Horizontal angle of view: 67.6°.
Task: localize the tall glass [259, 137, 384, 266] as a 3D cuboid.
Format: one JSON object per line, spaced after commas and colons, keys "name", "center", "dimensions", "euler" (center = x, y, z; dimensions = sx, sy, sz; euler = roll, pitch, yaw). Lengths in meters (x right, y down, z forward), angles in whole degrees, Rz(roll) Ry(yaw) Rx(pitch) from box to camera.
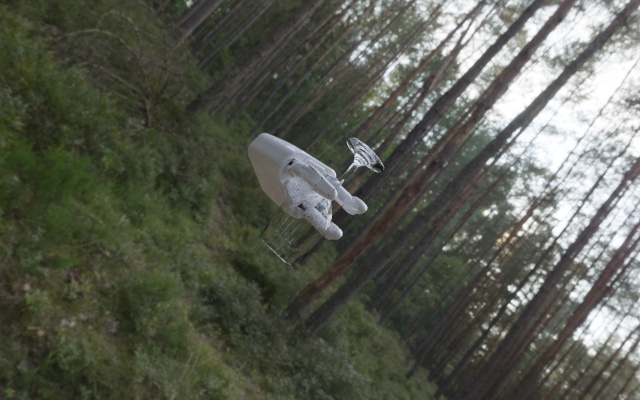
{"name": "tall glass", "center": [0.001, 0.002, 0.705], "dimensions": [0.079, 0.201, 0.079], "euler": [42, -9, 8]}
